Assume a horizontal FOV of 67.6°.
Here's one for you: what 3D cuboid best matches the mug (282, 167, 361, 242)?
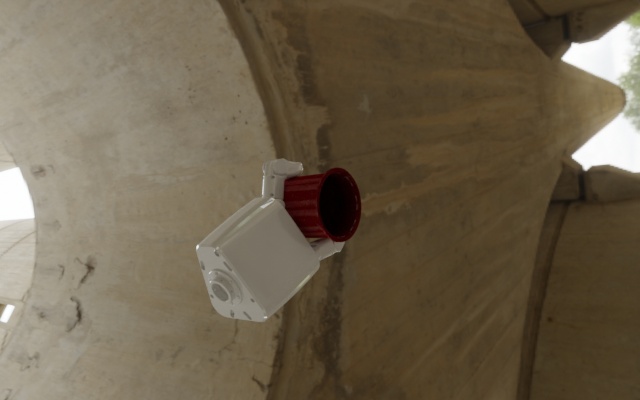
[{"bbox_3d":[0.001,0.001,0.625,0.081,0.093,0.117,-4,25,39],"label":"mug"}]
